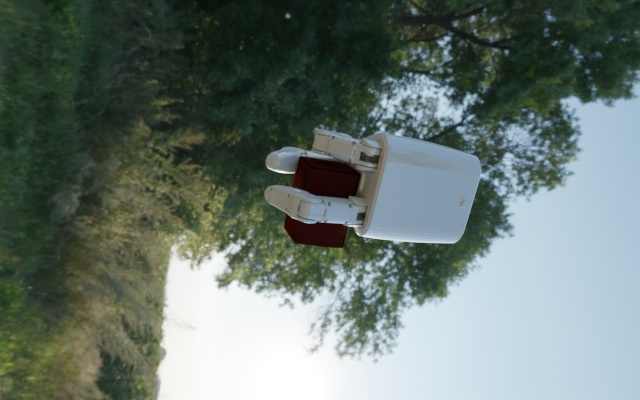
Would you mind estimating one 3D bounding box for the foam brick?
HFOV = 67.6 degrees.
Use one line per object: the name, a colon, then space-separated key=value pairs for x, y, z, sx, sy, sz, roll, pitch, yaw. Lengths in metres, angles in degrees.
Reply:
foam brick: x=0.000 y=0.002 z=0.472 sx=0.051 sy=0.078 sz=0.053 roll=8 pitch=15 yaw=-18
